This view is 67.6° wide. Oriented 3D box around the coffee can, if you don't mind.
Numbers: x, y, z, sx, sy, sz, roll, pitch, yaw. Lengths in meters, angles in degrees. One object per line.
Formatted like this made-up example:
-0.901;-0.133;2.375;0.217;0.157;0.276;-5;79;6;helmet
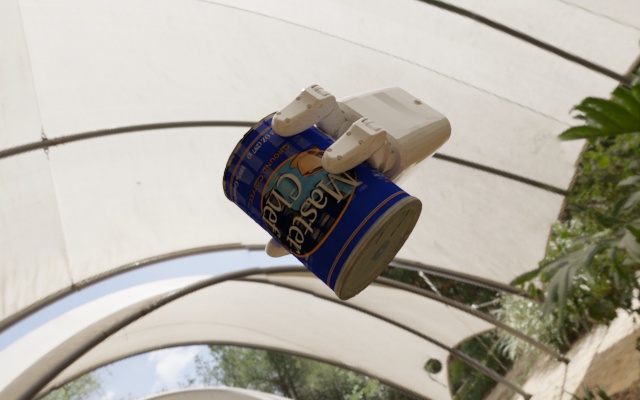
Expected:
0.000;0.002;0.411;0.140;0.103;0.103;39;17;22;coffee can
